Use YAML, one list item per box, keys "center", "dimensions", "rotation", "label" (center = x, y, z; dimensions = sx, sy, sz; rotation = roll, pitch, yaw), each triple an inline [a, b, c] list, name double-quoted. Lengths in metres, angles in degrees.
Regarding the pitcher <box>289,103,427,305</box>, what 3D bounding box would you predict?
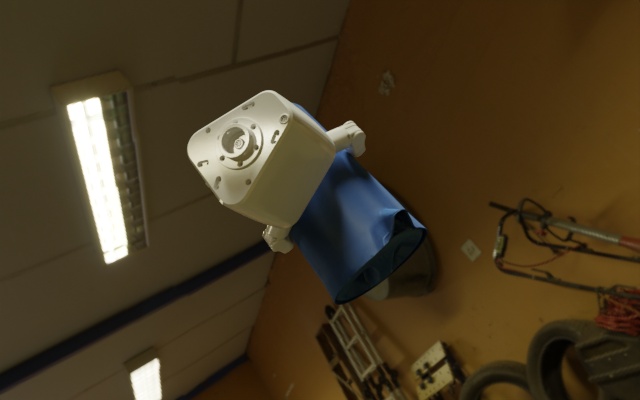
- center: [0.000, 0.002, 0.591]
  dimensions: [0.149, 0.242, 0.145]
  rotation: [-43, -23, 9]
  label: "pitcher"
